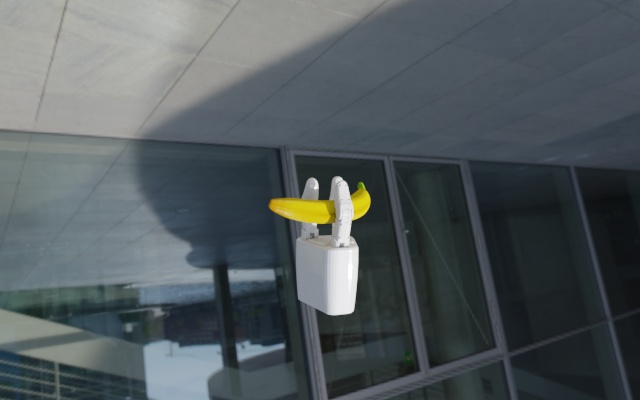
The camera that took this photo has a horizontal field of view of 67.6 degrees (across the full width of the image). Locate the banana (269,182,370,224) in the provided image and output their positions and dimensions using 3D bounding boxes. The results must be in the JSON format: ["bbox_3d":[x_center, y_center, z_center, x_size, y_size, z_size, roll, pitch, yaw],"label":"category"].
[{"bbox_3d":[0.014,0.010,0.753,0.198,0.037,0.069,-10,31,-40],"label":"banana"}]
